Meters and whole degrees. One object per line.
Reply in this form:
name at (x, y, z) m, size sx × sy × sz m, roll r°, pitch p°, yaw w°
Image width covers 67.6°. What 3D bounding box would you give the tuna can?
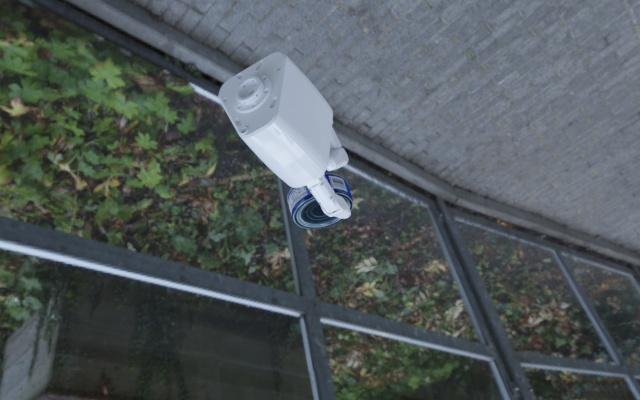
tuna can at (0.000, 0.003, 0.641) m, size 0.086 × 0.033 × 0.086 m, roll -12°, pitch -34°, yaw -8°
